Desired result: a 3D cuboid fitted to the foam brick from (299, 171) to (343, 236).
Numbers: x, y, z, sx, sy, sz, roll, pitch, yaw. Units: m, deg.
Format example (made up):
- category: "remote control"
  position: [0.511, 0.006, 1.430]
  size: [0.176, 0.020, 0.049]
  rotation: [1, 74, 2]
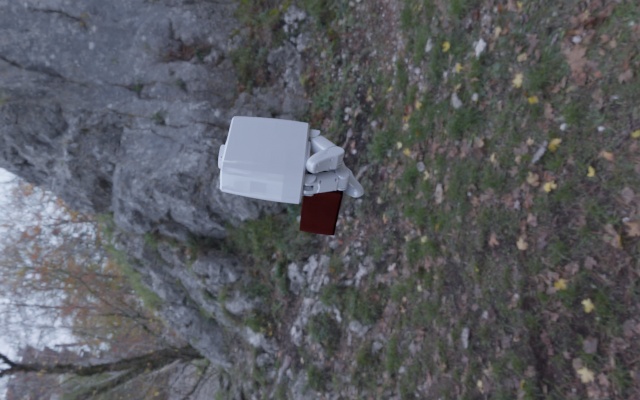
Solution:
- category: "foam brick"
  position: [0.000, 0.003, 0.678]
  size: [0.051, 0.078, 0.053]
  rotation: [6, 37, -5]
